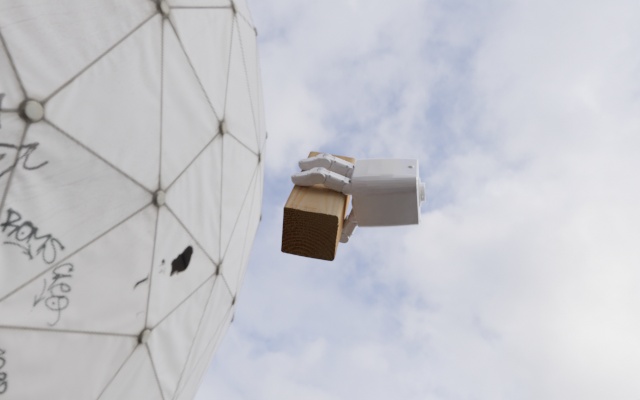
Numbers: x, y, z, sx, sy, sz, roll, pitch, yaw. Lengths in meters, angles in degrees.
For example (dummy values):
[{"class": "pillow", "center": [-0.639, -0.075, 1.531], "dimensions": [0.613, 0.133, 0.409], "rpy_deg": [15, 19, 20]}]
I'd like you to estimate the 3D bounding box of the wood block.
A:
[{"class": "wood block", "center": [0.001, 0.003, 0.831], "dimensions": [0.090, 0.091, 0.206], "rpy_deg": [9, 31, 7]}]
